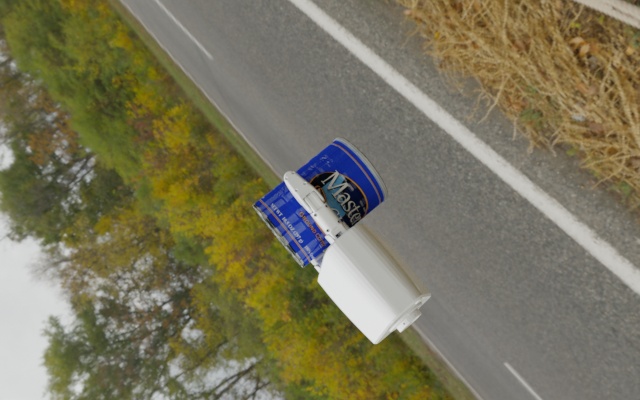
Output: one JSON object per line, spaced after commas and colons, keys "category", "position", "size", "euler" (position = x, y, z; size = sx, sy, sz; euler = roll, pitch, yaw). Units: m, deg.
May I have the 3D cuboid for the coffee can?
{"category": "coffee can", "position": [0.000, 0.002, 0.608], "size": [0.140, 0.103, 0.103], "euler": [-39, 7, -8]}
